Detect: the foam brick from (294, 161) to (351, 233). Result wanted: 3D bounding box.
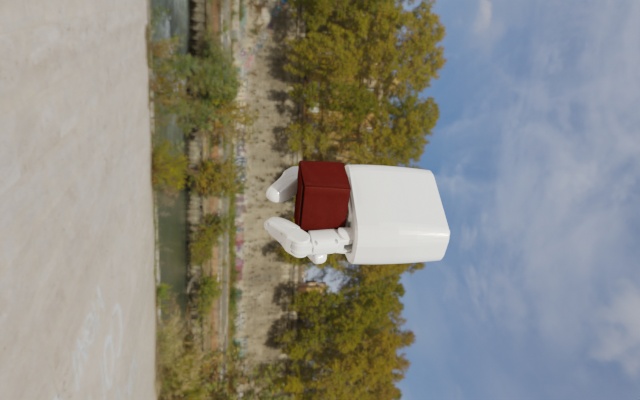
[{"bbox_3d":[0.000,0.002,0.523,0.051,0.078,0.053,1,36,-8],"label":"foam brick"}]
